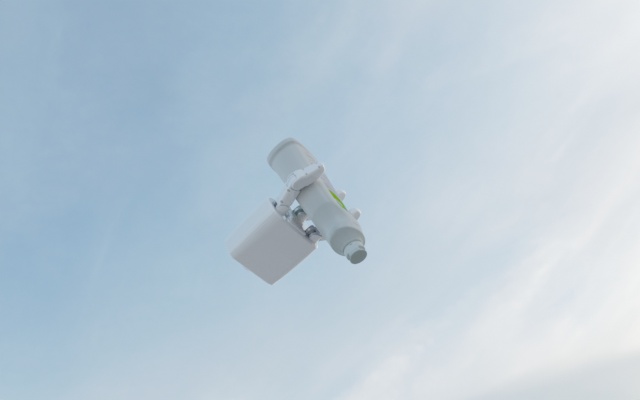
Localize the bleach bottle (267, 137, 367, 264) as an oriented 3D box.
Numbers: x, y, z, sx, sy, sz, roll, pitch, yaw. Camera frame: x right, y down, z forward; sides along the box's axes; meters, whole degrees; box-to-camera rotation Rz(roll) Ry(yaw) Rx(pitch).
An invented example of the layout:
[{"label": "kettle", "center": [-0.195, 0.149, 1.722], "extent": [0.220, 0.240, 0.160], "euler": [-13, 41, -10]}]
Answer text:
[{"label": "bleach bottle", "center": [0.000, 0.002, 0.765], "extent": [0.103, 0.068, 0.250], "euler": [38, 13, -44]}]
